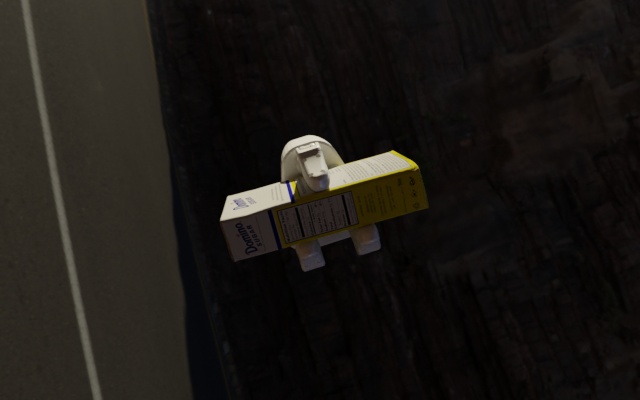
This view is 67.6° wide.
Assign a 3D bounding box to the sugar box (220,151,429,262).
[{"bbox_3d":[0.000,0.002,0.445,0.176,0.048,0.093,-18,15,-2],"label":"sugar box"}]
